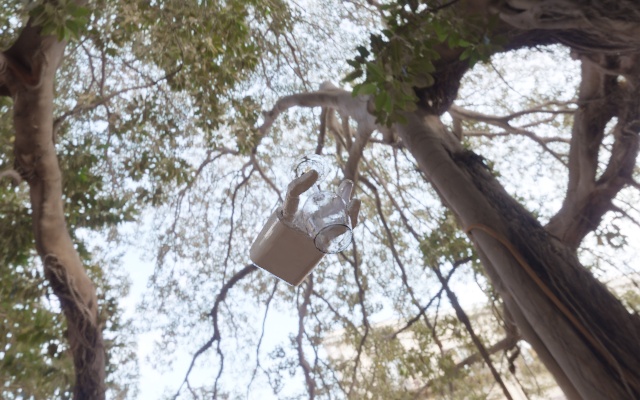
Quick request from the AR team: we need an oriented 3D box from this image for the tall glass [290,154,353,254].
[{"bbox_3d":[0.000,0.002,0.815,0.079,0.079,0.201,0,35,-15],"label":"tall glass"}]
